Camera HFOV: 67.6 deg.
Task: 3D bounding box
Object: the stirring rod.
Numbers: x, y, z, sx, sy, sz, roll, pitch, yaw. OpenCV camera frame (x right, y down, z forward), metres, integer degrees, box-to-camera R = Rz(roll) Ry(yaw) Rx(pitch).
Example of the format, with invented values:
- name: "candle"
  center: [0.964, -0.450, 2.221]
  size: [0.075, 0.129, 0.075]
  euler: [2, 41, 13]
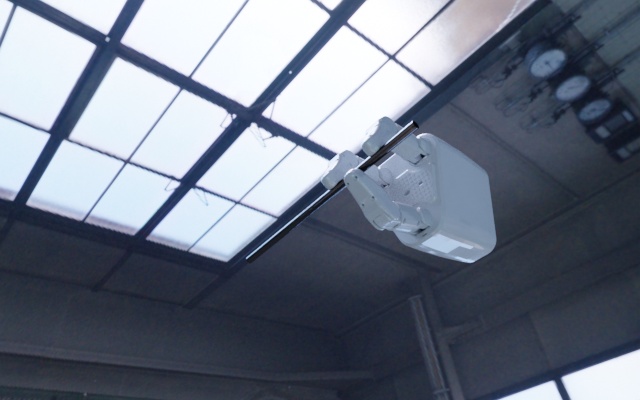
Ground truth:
- name: "stirring rod"
  center: [0.000, 0.001, 0.458]
  size: [0.240, 0.011, 0.011]
  euler: [-39, -24, 33]
